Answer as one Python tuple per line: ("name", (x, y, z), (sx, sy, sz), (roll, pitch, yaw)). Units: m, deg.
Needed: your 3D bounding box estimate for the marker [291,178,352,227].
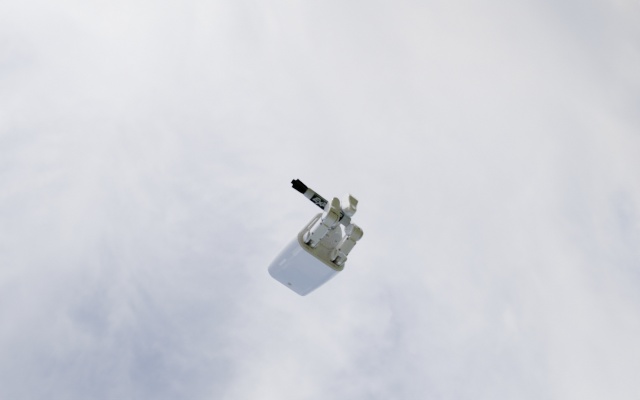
("marker", (0.000, 0.003, 0.801), (0.121, 0.020, 0.020), (36, -10, -13))
